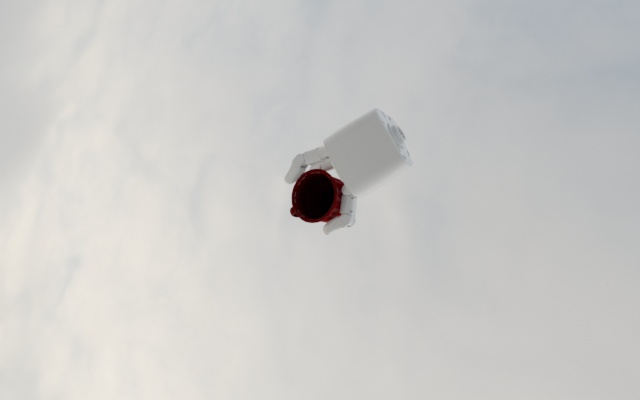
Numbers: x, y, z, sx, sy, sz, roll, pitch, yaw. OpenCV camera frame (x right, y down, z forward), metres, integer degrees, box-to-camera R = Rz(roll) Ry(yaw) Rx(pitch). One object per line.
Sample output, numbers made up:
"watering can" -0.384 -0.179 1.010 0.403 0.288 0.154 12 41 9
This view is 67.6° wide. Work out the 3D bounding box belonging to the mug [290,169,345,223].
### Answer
"mug" -0.001 0.004 0.844 0.117 0.093 0.081 -30 -22 25
